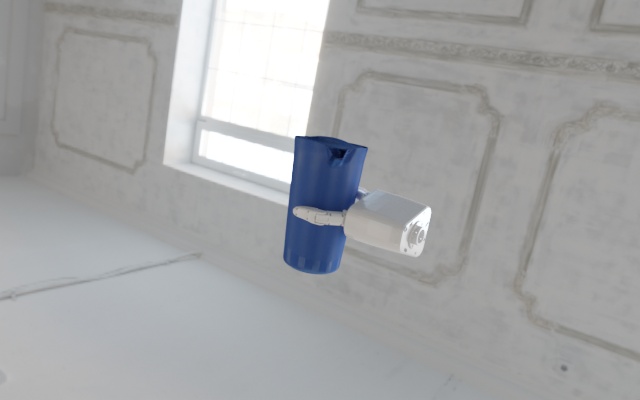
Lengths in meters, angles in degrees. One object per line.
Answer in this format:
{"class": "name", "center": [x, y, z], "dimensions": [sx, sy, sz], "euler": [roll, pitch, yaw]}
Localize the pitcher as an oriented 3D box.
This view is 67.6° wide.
{"class": "pitcher", "center": [0.000, 0.003, 0.884], "dimensions": [0.145, 0.243, 0.149], "euler": [17, 13, 32]}
